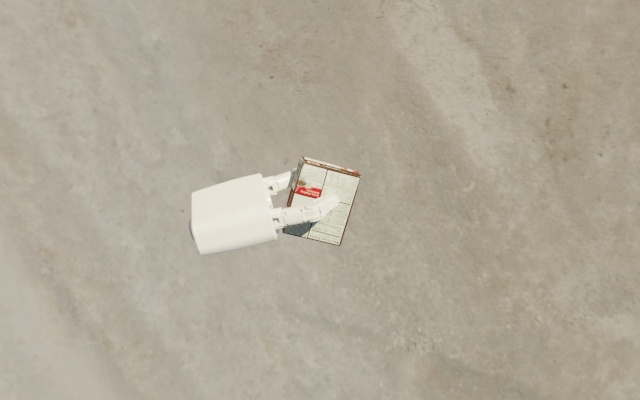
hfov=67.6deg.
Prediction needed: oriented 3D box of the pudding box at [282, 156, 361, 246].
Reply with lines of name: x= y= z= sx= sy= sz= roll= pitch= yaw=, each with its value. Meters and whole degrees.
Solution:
pudding box: x=0.000 y=0.002 z=0.692 sx=0.090 sy=0.113 sz=0.039 roll=14 pitch=15 yaw=-11
